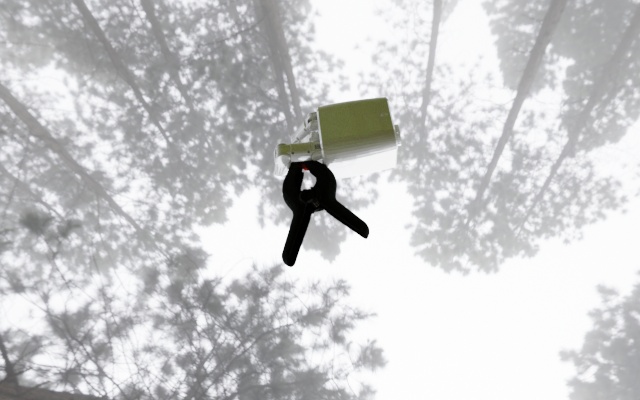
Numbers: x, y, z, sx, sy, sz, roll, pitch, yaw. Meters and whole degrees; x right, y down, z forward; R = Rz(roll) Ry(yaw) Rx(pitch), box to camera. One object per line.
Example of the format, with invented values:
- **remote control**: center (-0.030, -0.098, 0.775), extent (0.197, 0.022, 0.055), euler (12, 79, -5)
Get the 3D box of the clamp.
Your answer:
- **clamp**: center (0.000, 0.002, 0.656), extent (0.120, 0.171, 0.039), euler (-11, -30, 7)
